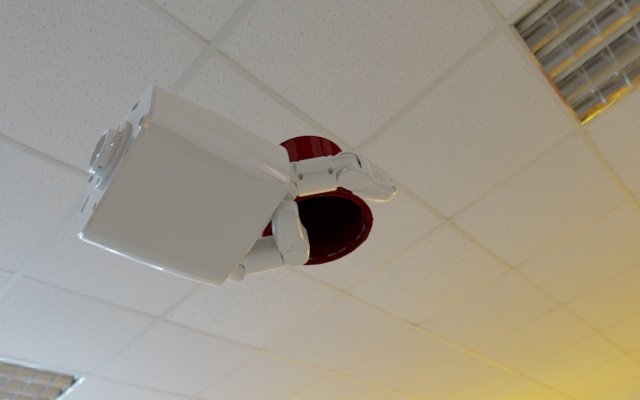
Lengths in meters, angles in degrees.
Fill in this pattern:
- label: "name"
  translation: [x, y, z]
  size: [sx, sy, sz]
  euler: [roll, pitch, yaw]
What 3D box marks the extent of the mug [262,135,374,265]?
- label: "mug"
  translation: [0.001, 0.002, 0.429]
  size: [0.117, 0.081, 0.093]
  euler: [26, -56, -35]
